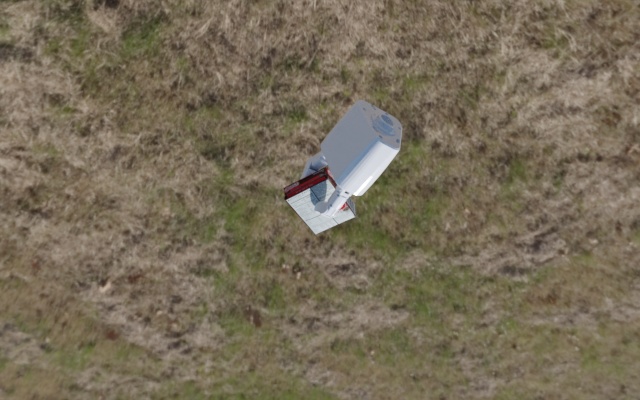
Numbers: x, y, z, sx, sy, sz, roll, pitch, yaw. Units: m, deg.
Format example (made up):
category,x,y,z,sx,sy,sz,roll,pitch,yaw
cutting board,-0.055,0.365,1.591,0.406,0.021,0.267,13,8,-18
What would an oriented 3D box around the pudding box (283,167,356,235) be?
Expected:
category,x,y,z,sx,sy,sz,roll,pitch,yaw
pudding box,0.000,0.003,0.857,0.090,0.039,0.113,-25,-51,16
